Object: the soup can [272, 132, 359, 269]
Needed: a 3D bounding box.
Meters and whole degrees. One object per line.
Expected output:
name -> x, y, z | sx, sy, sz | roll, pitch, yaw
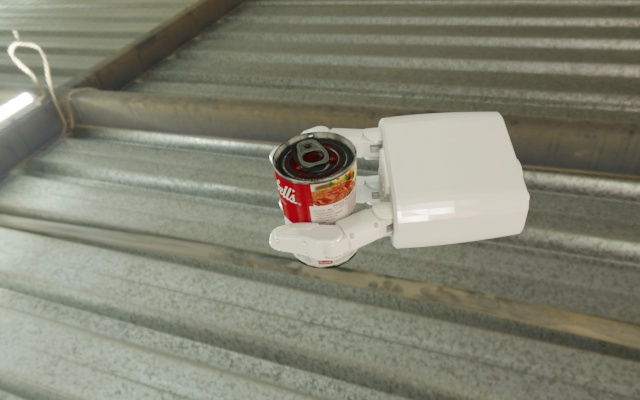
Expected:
soup can -> 0.000, 0.002, 0.413 | 0.068, 0.102, 0.068 | -4, 41, 4
